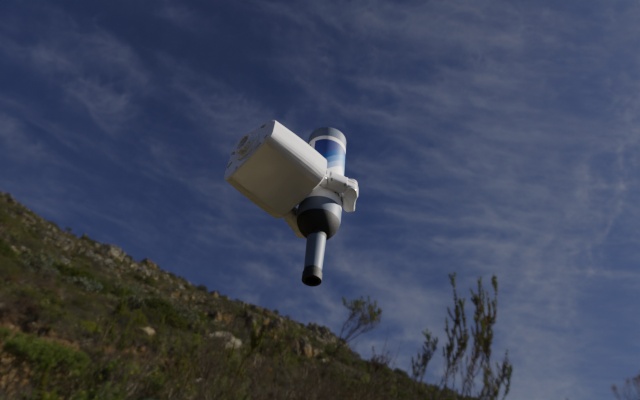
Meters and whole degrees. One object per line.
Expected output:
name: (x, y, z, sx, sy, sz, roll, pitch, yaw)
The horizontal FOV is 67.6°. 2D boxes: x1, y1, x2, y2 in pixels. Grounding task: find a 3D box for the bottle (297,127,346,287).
bottle: (0.000, 0.002, 0.743, 0.069, 0.295, 0.069, 3, -43, 3)
